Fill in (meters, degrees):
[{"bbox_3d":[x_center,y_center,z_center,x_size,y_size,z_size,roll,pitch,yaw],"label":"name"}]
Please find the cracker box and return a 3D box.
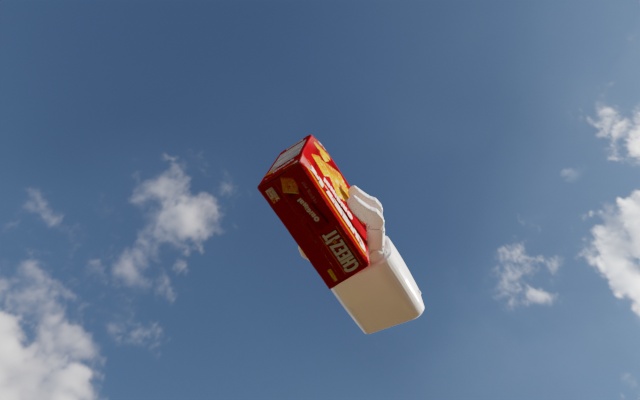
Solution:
[{"bbox_3d":[0.000,0.002,0.685,0.072,0.164,0.213,-32,12,11],"label":"cracker box"}]
